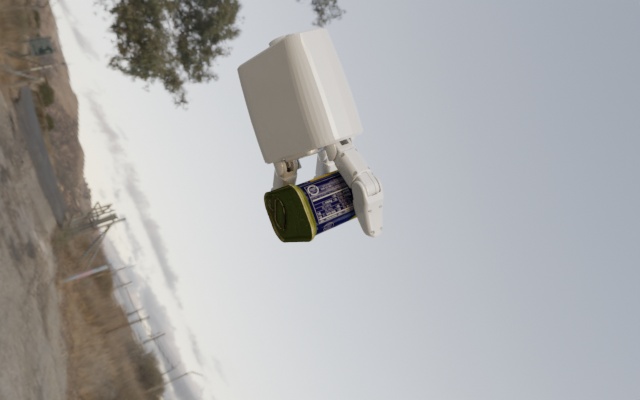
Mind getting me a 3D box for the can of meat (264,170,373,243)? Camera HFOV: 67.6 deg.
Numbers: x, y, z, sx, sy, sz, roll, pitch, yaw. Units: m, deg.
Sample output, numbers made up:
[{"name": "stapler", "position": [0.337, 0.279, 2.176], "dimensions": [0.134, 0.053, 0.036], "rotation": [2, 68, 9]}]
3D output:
[{"name": "can of meat", "position": [0.000, 0.002, 0.493], "dimensions": [0.084, 0.057, 0.102], "rotation": [-22, 4, -25]}]
